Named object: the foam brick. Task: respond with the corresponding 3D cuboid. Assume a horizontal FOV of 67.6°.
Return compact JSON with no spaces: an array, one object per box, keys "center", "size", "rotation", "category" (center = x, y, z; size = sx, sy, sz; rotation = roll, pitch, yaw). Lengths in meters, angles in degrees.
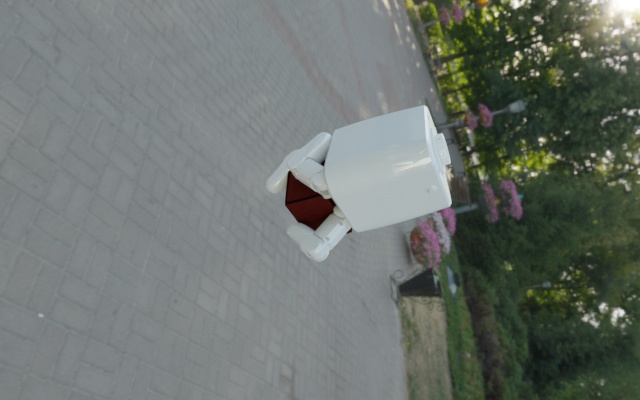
[{"center":[0.000,0.002,0.551],"size":[0.051,0.053,0.078],"rotation":[-15,-42,20],"category":"foam brick"}]
